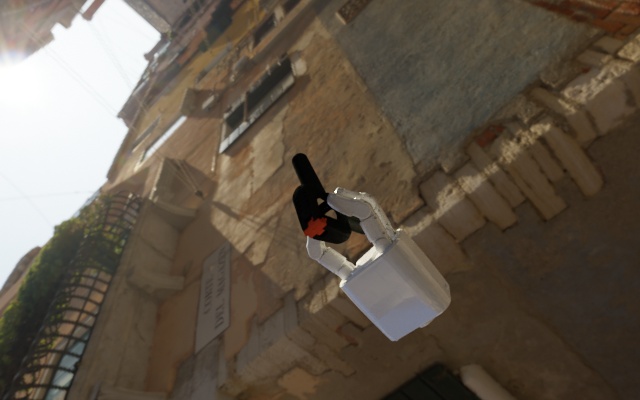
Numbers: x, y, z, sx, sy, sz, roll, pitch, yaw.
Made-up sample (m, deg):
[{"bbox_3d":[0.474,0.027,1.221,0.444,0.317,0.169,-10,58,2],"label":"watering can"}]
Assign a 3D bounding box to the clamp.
[{"bbox_3d":[0.000,0.003,0.658,0.036,0.164,0.210,-44,-3,15],"label":"clamp"}]
